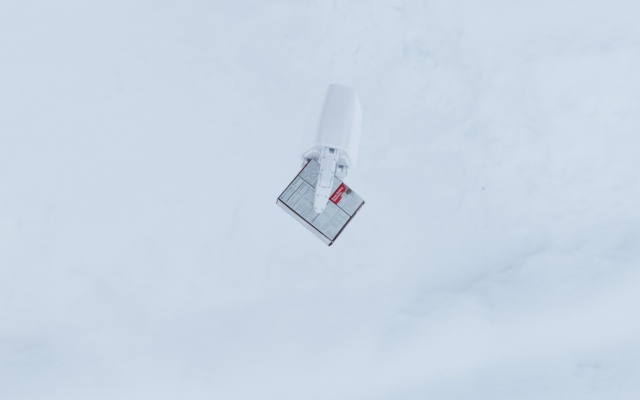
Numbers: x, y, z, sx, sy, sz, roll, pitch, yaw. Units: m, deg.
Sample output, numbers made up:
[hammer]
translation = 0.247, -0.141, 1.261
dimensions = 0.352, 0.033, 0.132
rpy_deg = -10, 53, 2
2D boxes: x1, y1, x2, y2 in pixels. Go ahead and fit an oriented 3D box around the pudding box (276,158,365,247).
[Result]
[pudding box]
translation = 0.000, 0.002, 0.754
dimensions = 0.113, 0.090, 0.039
rpy_deg = 38, -15, 5
